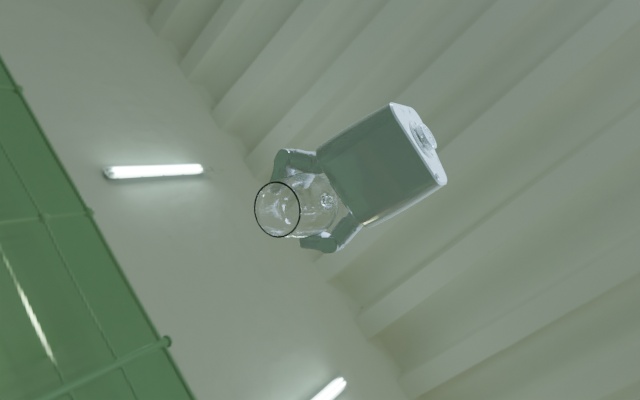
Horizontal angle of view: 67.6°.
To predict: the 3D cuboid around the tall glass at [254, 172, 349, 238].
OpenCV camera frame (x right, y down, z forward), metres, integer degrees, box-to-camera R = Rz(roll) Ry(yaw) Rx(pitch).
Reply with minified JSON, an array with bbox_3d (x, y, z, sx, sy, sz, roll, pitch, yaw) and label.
[{"bbox_3d":[0.000,0.002,0.604,0.079,0.079,0.201,0,5,29],"label":"tall glass"}]
